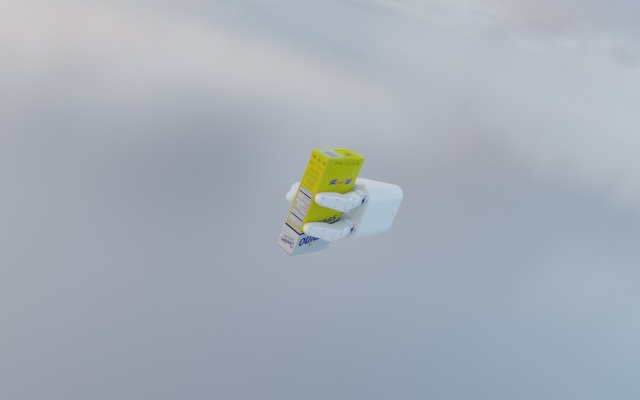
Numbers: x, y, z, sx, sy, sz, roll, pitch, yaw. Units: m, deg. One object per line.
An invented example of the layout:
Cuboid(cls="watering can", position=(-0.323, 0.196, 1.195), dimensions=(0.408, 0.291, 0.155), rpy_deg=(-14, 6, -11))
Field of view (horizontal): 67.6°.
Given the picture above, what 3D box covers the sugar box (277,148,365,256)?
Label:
Cuboid(cls="sugar box", position=(0.001, 0.003, 0.774), dimensions=(0.048, 0.176, 0.093), rpy_deg=(34, 25, 35))
